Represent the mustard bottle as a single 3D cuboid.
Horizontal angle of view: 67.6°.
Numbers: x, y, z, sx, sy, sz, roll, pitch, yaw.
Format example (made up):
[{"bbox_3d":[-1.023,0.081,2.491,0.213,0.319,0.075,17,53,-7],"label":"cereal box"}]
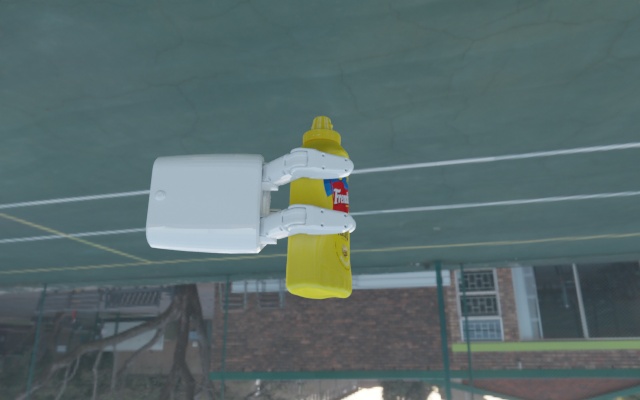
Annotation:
[{"bbox_3d":[0.000,0.002,0.497,0.058,0.191,0.096,-7,-19,21],"label":"mustard bottle"}]
